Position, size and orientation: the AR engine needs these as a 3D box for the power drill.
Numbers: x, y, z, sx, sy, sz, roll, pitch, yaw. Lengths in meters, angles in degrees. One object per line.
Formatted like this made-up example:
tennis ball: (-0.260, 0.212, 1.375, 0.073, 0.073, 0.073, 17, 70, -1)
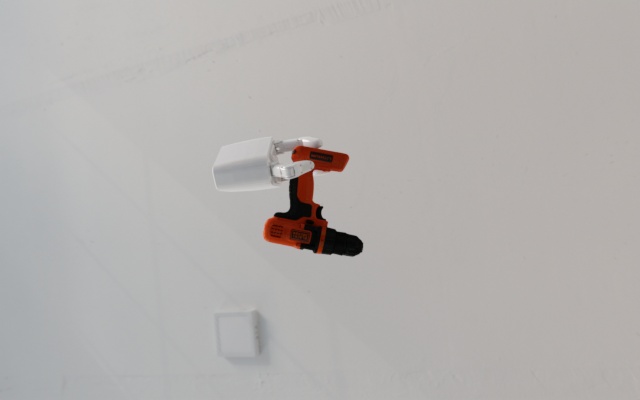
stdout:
power drill: (0.000, 0.002, 0.871, 0.184, 0.187, 0.057, 11, -5, -5)
